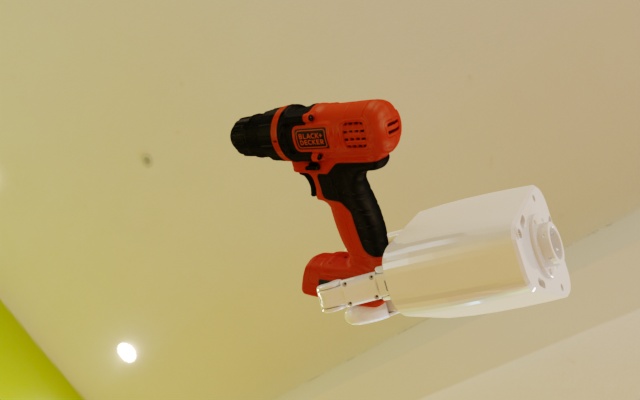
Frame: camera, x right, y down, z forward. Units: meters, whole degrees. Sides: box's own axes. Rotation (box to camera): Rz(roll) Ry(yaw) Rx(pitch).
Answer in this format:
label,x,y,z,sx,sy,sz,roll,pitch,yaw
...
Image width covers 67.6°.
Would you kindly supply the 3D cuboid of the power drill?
label,x,y,z,sx,sy,sz,roll,pitch,yaw
power drill,0.000,0.002,0.450,0.184,0.188,0.057,3,26,40
